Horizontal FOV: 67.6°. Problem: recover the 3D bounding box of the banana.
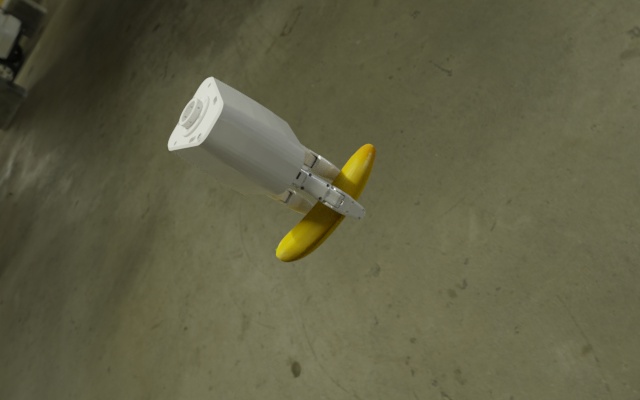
[{"bbox_3d":[0.001,0.015,0.580,0.037,0.198,0.069,31,24,-28],"label":"banana"}]
